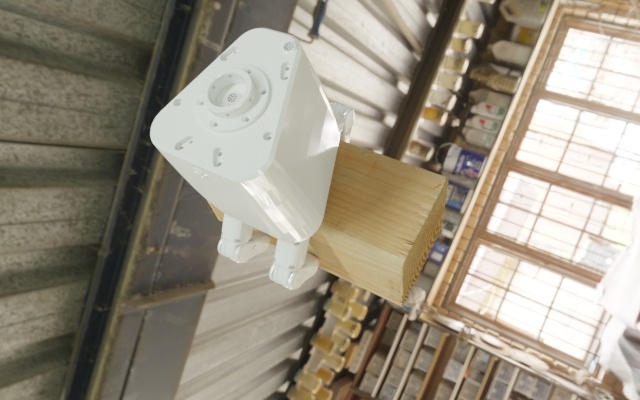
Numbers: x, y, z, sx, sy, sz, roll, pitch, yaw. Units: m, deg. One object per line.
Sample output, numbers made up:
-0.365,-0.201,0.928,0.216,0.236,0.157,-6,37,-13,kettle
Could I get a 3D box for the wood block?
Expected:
0.000,0.001,0.439,0.206,0.090,0.090,23,-27,22,wood block
